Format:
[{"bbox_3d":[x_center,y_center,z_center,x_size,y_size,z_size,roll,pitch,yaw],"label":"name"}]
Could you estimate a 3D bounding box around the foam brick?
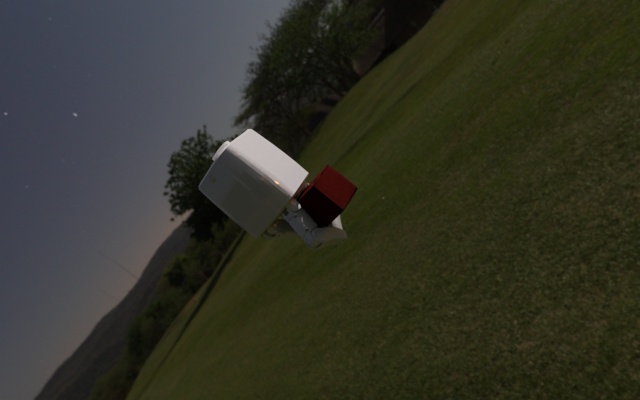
[{"bbox_3d":[0.000,0.002,0.627,0.078,0.051,0.053,-45,7,42],"label":"foam brick"}]
